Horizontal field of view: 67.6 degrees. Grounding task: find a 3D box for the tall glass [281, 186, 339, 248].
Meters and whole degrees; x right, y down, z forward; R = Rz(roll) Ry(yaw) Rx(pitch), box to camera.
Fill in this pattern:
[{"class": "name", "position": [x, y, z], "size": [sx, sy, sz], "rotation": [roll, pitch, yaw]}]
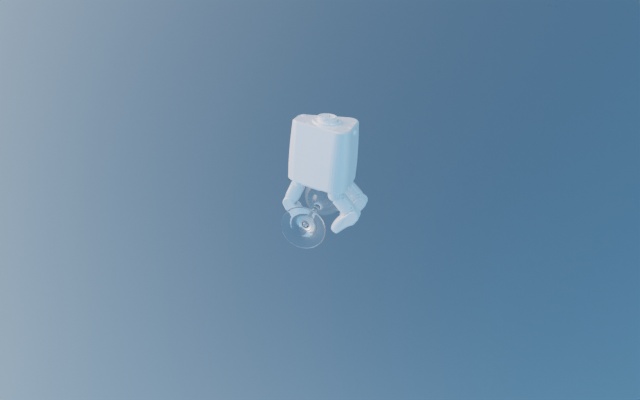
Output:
[{"class": "tall glass", "position": [0.000, 0.003, 0.845], "size": [0.079, 0.079, 0.201], "rotation": [0, 24, 18]}]
